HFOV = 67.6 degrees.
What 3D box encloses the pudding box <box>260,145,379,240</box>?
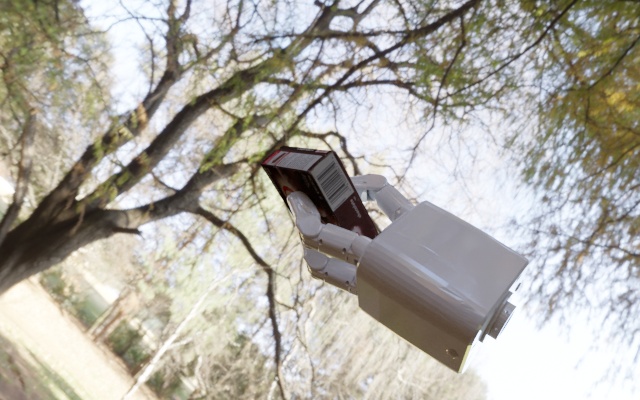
[{"bbox_3d":[0.000,0.001,0.476,0.039,0.113,0.090,-41,29,-25],"label":"pudding box"}]
